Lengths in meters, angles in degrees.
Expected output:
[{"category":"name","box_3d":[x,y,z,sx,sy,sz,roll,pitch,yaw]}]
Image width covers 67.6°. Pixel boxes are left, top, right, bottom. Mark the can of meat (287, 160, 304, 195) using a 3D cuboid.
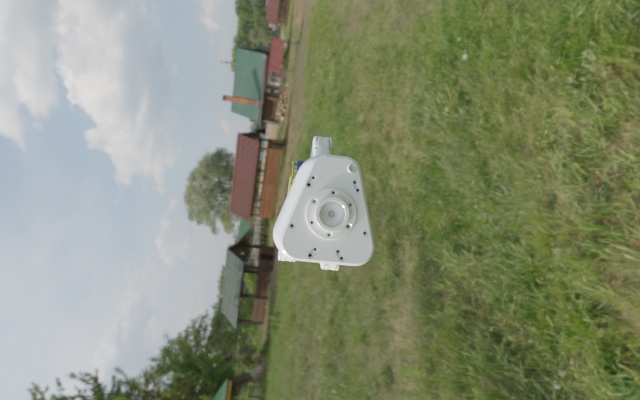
[{"category":"can of meat","box_3d":[0.000,0.002,0.604,0.084,0.102,0.057,7,2,-7]}]
